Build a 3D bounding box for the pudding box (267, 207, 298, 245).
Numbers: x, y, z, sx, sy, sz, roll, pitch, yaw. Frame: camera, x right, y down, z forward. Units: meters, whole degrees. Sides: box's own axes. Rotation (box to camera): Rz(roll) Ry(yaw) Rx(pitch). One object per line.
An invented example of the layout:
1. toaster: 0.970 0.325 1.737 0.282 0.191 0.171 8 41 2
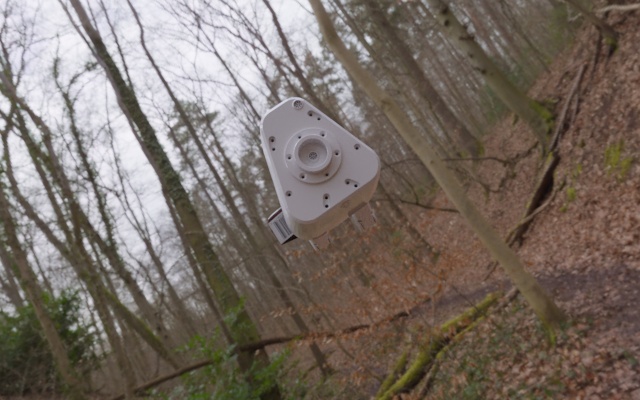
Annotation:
1. pudding box: 0.000 0.002 0.584 0.113 0.039 0.090 -38 -9 22
